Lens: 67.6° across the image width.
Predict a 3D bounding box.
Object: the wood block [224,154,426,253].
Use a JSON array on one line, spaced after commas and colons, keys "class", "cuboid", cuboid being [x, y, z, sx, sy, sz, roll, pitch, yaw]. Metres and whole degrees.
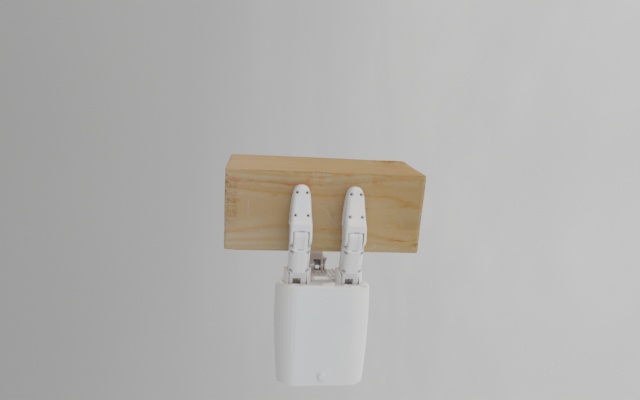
[{"class": "wood block", "cuboid": [0.000, 0.002, 0.537, 0.206, 0.090, 0.090, 2, 14, -7]}]
